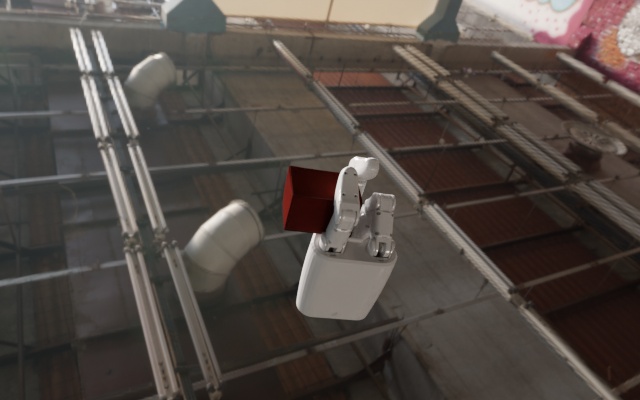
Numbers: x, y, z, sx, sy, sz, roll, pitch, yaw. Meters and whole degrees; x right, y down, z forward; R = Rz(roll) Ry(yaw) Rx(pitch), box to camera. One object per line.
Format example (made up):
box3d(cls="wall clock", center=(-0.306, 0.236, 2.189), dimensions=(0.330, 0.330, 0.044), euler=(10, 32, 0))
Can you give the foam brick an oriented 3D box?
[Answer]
box3d(cls="foam brick", center=(0.000, 0.002, 0.520), dimensions=(0.078, 0.051, 0.053), euler=(8, 39, -13))
